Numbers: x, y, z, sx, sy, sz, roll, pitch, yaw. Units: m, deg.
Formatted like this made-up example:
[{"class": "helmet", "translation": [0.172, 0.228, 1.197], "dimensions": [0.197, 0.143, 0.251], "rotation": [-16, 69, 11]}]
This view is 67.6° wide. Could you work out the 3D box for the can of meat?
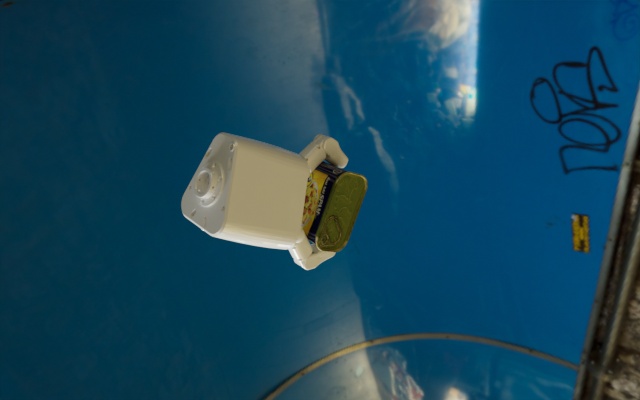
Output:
[{"class": "can of meat", "translation": [0.000, 0.002, 0.603], "dimensions": [0.057, 0.102, 0.084], "rotation": [11, 12, -46]}]
